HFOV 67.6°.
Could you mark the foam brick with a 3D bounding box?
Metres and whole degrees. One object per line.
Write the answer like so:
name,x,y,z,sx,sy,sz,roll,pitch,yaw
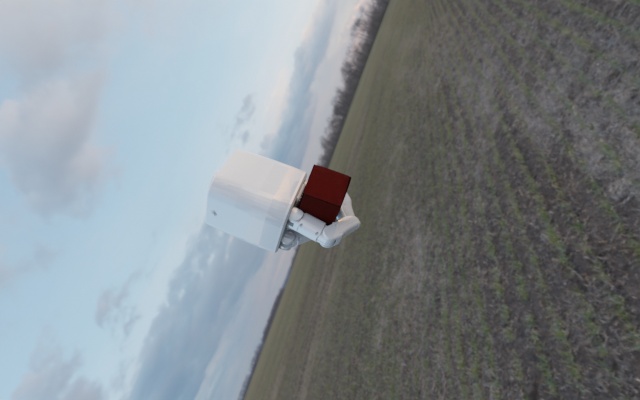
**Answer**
foam brick,0.000,0.002,0.617,0.051,0.053,0.078,21,-38,0
